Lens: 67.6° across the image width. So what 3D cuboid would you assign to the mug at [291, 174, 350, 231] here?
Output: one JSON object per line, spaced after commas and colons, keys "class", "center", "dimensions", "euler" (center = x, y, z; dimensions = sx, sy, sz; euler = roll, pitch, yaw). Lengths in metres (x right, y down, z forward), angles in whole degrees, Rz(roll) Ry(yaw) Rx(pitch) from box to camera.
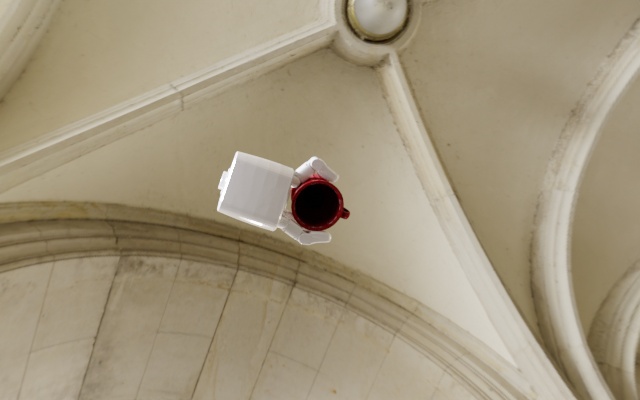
{"class": "mug", "center": [0.001, 0.003, 0.870], "dimensions": [0.117, 0.093, 0.081], "euler": [20, 12, -14]}
